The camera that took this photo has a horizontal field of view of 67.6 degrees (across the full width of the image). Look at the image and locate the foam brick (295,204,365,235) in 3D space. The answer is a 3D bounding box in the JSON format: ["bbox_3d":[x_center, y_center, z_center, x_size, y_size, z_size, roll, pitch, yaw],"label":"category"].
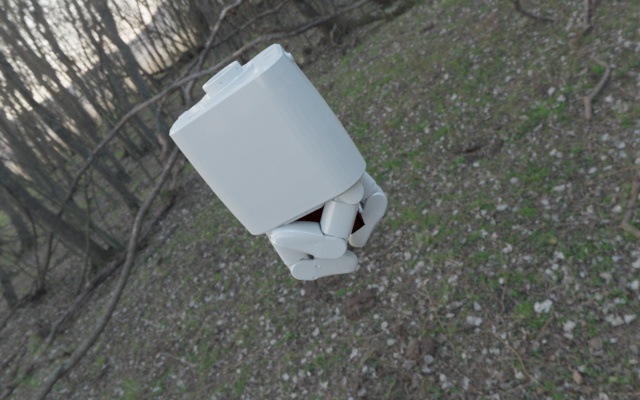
[{"bbox_3d":[0.000,0.001,0.435,0.053,0.051,0.078,-35,23,8],"label":"foam brick"}]
